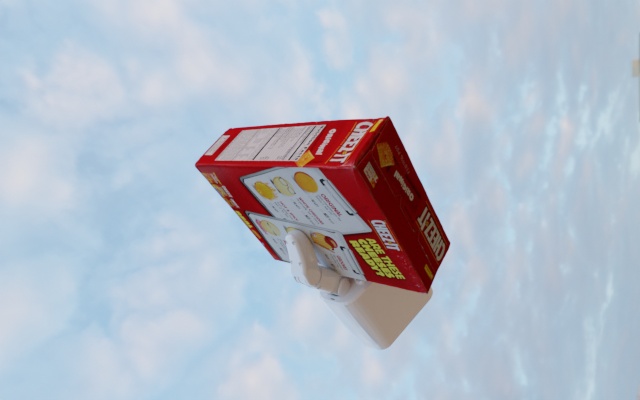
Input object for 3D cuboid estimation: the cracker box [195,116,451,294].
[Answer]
[{"bbox_3d":[0.000,0.002,0.479,0.213,0.072,0.164,4,-40,42],"label":"cracker box"}]
